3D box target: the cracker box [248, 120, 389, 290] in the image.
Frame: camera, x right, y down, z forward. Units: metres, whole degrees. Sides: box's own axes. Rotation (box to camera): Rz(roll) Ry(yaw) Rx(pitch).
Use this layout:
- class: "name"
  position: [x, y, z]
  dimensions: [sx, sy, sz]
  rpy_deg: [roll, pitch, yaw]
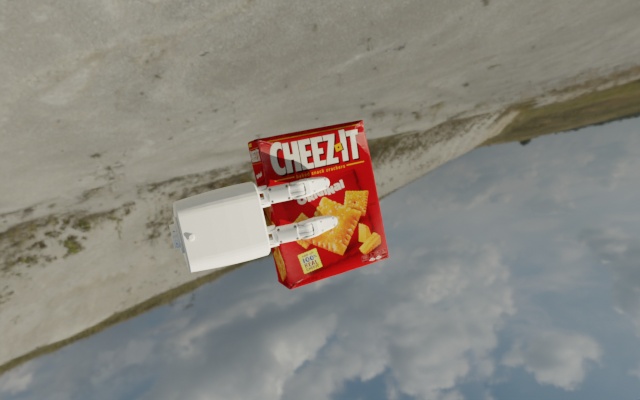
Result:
- class: "cracker box"
  position: [0.000, 0.002, 0.699]
  dimensions: [0.164, 0.214, 0.072]
  rpy_deg: [-14, 7, -20]
